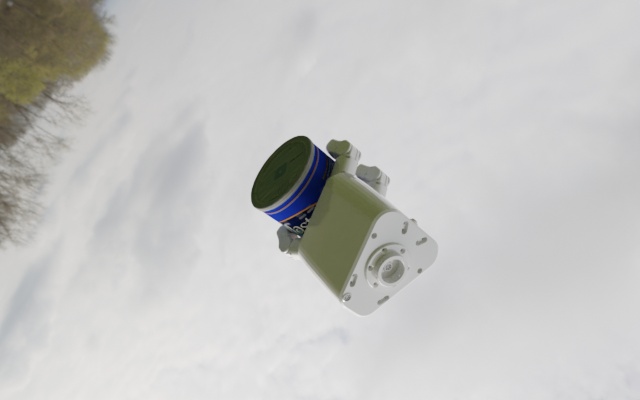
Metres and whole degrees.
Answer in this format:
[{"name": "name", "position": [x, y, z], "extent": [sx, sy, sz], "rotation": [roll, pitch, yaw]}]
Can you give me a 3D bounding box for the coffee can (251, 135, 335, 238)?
[{"name": "coffee can", "position": [0.000, 0.002, 0.589], "extent": [0.140, 0.102, 0.103], "rotation": [37, -21, -30]}]
